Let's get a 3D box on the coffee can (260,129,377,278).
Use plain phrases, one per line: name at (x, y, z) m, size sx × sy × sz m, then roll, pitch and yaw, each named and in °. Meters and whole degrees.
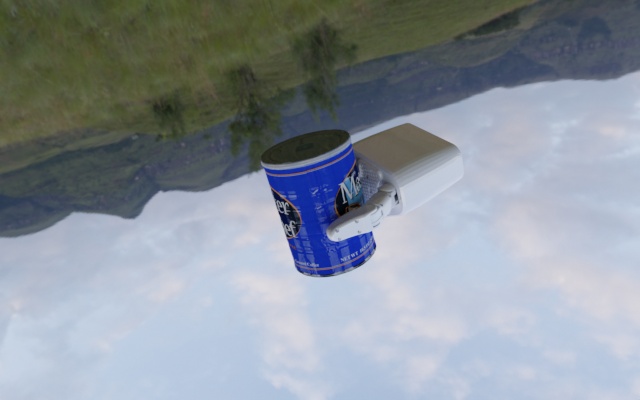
coffee can at (0.000, 0.002, 0.550) m, size 0.103 × 0.140 × 0.102 m, roll -13°, pitch 22°, yaw 6°
